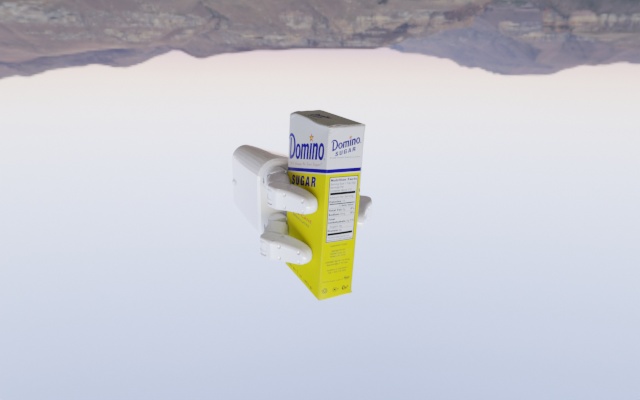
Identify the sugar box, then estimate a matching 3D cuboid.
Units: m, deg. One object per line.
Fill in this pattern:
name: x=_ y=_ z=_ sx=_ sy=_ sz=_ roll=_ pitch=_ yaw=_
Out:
sugar box: x=0.000 y=0.002 z=0.489 sx=0.048 sy=0.176 sz=0.093 roll=-9 pitch=21 yaw=-25
